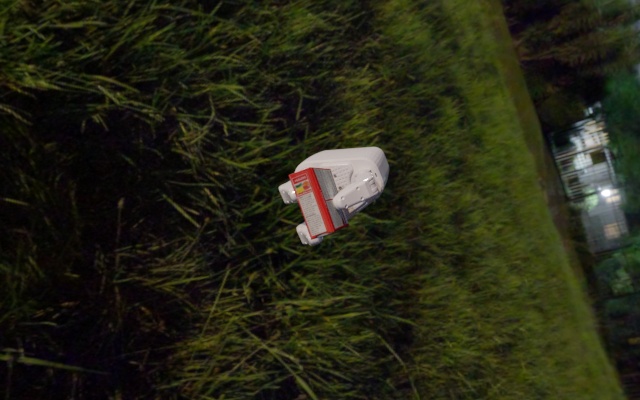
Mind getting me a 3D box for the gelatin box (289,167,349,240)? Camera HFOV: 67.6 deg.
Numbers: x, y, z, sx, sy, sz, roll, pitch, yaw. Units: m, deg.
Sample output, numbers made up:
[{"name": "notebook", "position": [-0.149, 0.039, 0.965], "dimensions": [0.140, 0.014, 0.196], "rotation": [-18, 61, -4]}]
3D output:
[{"name": "gelatin box", "position": [0.000, 0.002, 0.538], "dimensions": [0.030, 0.073, 0.089], "rotation": [-20, -3, 14]}]
